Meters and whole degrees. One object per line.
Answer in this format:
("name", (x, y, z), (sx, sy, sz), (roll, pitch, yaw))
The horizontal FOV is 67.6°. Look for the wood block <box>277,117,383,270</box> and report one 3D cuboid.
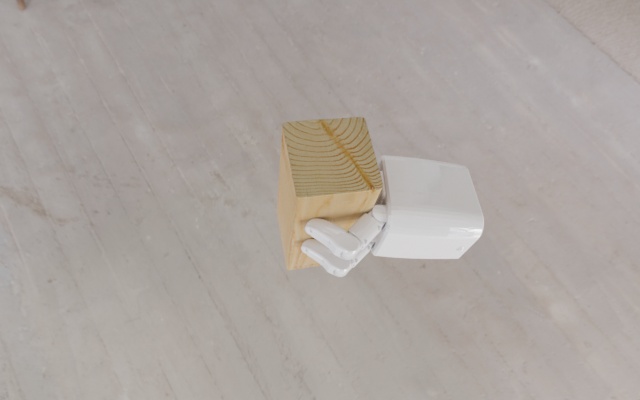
("wood block", (0.000, 0.001, 0.567), (0.090, 0.090, 0.206), (-6, -27, -10))
